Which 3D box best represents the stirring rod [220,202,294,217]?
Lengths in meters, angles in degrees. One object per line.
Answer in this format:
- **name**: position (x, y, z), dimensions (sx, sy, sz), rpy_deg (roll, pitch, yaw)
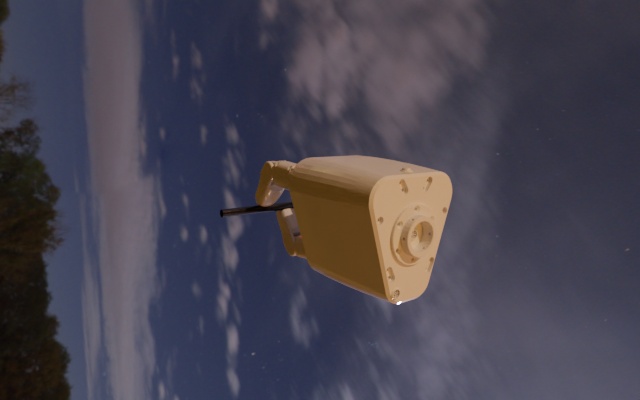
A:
- **stirring rod**: position (0.000, 0.002, 0.539), dimensions (0.239, 0.011, 0.011), rpy_deg (-6, 4, -35)
